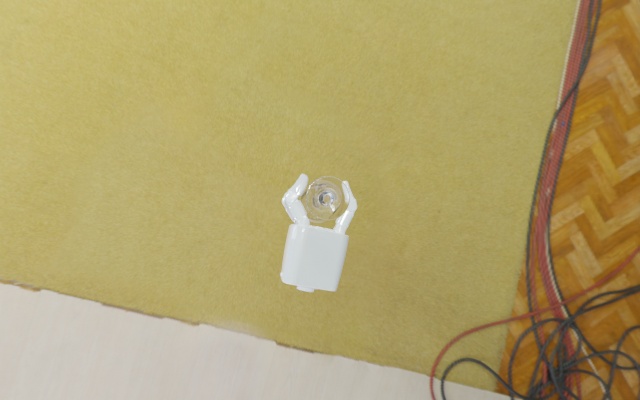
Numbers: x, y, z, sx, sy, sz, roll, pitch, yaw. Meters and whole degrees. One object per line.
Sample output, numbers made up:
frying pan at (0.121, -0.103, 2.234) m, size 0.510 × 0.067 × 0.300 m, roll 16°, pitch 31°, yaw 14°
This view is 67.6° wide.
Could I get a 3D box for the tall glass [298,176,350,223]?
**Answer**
tall glass at (0.000, 0.003, 0.895) m, size 0.079 × 0.079 × 0.201 m, roll 0°, pitch -3°, yaw -7°
